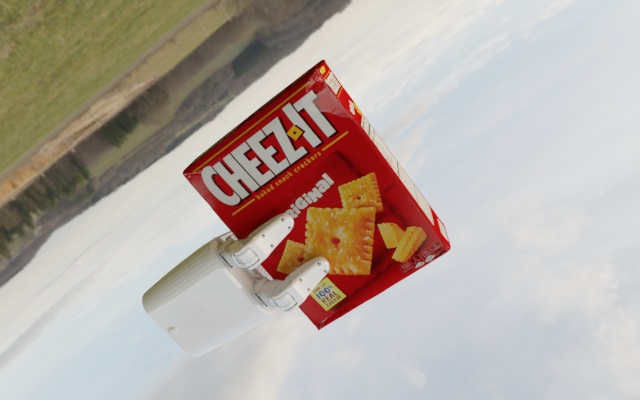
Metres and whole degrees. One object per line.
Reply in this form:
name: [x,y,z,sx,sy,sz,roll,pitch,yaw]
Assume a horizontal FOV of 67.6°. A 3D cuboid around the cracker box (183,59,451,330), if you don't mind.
cracker box: [0.000,0.002,0.470,0.164,0.214,0.072,-34,15,17]
